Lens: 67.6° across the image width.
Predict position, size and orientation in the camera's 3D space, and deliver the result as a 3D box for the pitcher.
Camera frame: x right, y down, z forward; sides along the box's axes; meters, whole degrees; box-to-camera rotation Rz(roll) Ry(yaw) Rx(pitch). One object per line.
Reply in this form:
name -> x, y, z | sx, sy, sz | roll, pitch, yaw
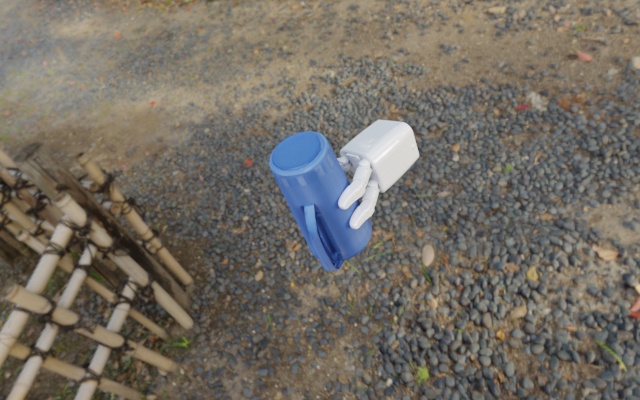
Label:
pitcher -> 0.000, 0.003, 0.871 | 0.145, 0.243, 0.149 | -40, 44, -13
